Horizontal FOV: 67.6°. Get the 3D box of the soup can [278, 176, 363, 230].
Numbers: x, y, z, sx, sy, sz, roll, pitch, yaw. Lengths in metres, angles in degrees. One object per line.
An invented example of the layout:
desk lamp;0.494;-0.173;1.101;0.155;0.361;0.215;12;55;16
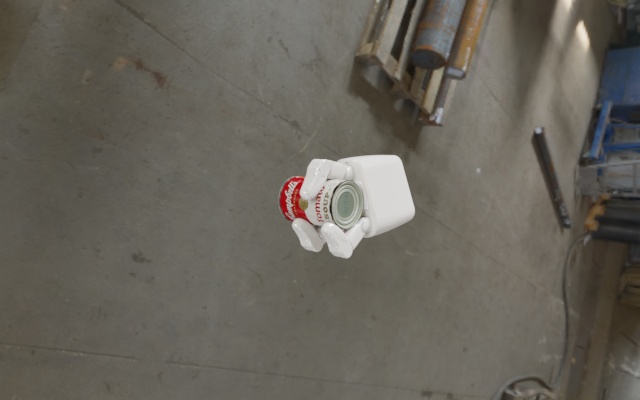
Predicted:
soup can;0.000;0.002;0.666;0.102;0.068;0.068;7;5;43
